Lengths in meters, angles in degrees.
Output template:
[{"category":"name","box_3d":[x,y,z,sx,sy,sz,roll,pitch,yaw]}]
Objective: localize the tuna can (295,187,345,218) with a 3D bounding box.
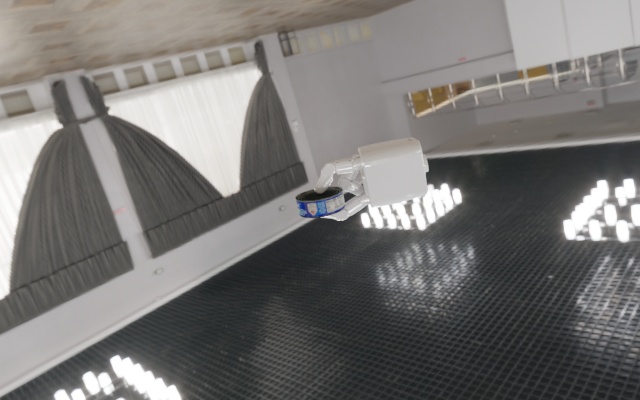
[{"category":"tuna can","box_3d":[0.000,0.003,0.853,0.086,0.034,0.086,-10,14,3]}]
